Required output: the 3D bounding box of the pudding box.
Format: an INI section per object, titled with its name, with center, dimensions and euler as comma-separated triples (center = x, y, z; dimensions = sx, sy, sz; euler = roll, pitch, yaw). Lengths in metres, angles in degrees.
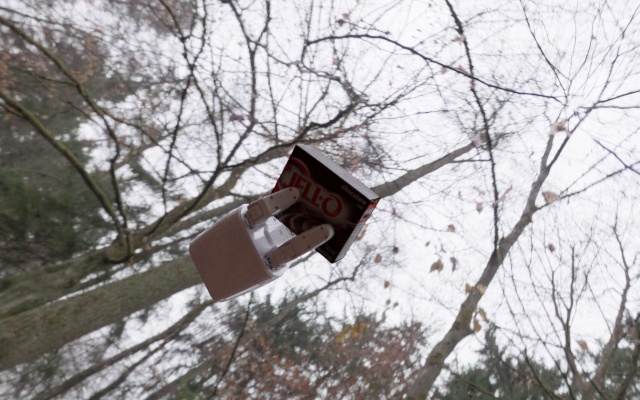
[pudding box]
center = 0.000, 0.002, 0.546
dimensions = 0.113, 0.090, 0.039
euler = 37, 25, 17
